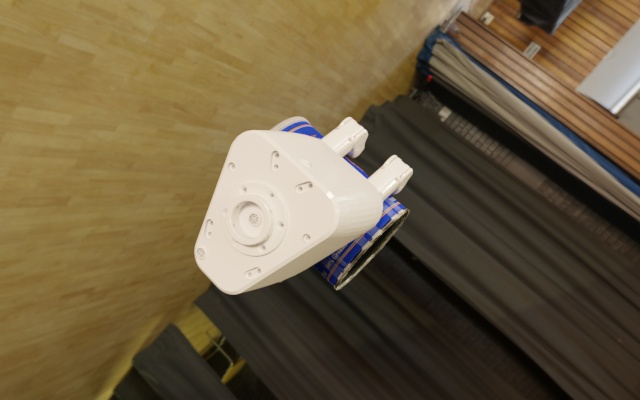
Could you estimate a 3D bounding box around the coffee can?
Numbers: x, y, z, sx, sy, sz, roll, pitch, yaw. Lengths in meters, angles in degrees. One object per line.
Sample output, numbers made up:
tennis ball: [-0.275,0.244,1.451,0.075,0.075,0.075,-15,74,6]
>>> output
coffee can: [0.000,0.001,0.466,0.140,0.103,0.103,43,12,14]
